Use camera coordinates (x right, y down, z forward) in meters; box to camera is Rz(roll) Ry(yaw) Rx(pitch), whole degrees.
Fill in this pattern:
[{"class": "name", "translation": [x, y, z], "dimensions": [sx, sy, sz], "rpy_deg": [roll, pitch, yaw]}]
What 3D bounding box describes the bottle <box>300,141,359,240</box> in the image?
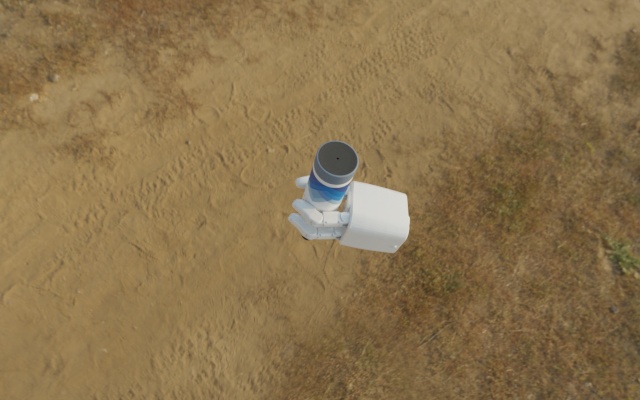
[{"class": "bottle", "translation": [0.000, 0.003, 0.858], "dimensions": [0.069, 0.069, 0.296], "rpy_deg": [0, -27, -12]}]
